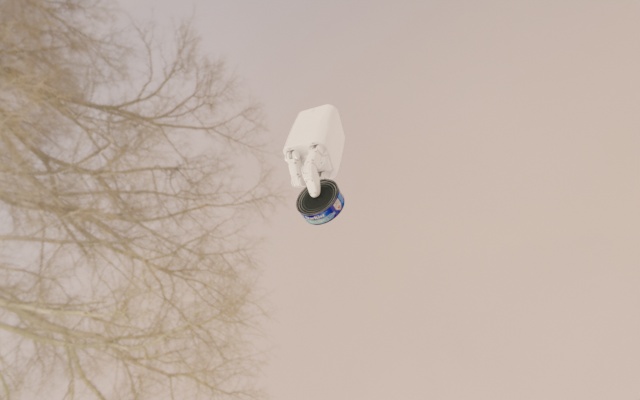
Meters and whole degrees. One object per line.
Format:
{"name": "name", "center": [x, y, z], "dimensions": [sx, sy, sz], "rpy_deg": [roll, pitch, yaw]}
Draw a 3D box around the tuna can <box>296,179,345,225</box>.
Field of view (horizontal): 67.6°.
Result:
{"name": "tuna can", "center": [0.000, 0.003, 0.877], "dimensions": [0.086, 0.086, 0.034], "rpy_deg": [0, -40, 34]}
